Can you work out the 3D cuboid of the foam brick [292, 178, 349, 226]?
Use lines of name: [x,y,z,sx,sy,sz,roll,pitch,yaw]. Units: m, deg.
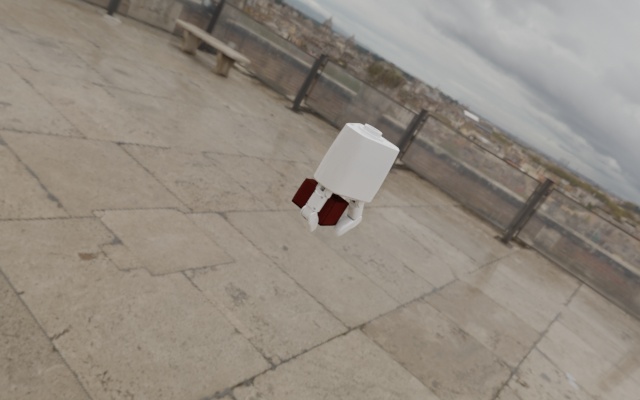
foam brick: [0.000,0.003,0.845,0.078,0.051,0.053,39,18,27]
